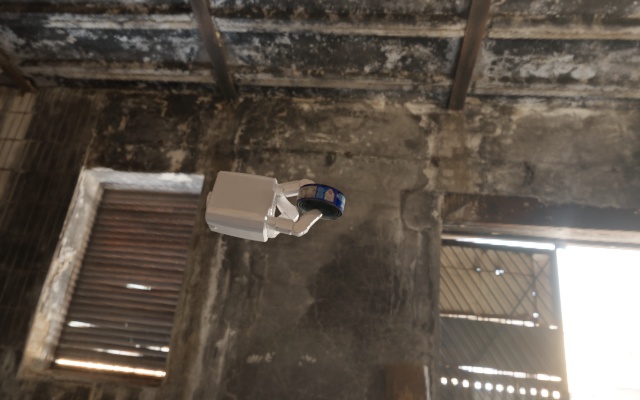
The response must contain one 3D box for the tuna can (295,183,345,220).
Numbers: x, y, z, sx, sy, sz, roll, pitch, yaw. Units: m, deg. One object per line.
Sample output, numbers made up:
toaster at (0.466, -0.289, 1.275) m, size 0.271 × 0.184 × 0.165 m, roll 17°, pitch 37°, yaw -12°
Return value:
tuna can at (0.000, 0.002, 0.846) m, size 0.086 × 0.033 × 0.086 m, roll 11°, pitch -22°, yaw 4°
